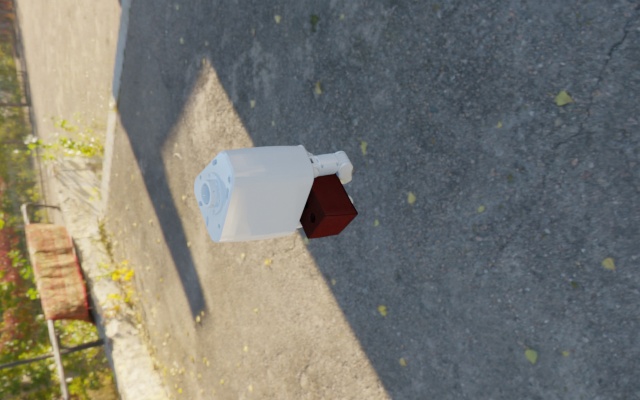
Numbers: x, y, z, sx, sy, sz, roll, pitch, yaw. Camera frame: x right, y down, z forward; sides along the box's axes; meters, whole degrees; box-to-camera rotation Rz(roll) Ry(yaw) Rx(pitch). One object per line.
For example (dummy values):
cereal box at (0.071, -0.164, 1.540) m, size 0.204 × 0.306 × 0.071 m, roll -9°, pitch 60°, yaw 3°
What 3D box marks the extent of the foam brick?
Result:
foam brick at (0.000, 0.002, 0.607) m, size 0.051 × 0.078 × 0.053 m, roll -6°, pitch -33°, yaw -37°
